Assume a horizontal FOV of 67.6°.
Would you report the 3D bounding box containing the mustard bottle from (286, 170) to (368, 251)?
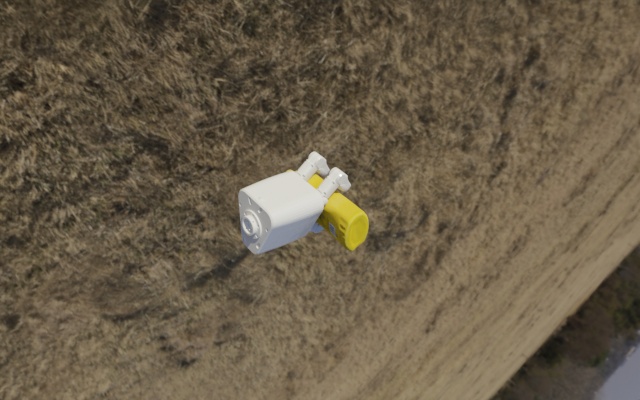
[{"bbox_3d":[0.001,0.003,0.850,0.058,0.096,0.191,-38,57,-19],"label":"mustard bottle"}]
